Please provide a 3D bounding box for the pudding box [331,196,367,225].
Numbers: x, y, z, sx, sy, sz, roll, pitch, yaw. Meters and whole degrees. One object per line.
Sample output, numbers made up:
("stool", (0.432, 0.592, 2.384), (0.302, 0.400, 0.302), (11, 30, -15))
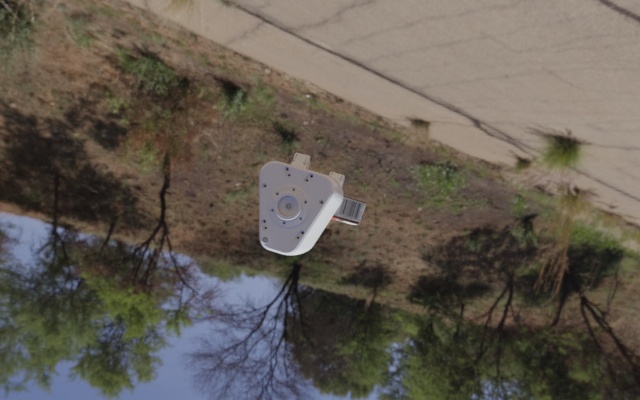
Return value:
("pudding box", (0.000, 0.003, 0.735), (0.113, 0.039, 0.090), (18, -2, -21))
